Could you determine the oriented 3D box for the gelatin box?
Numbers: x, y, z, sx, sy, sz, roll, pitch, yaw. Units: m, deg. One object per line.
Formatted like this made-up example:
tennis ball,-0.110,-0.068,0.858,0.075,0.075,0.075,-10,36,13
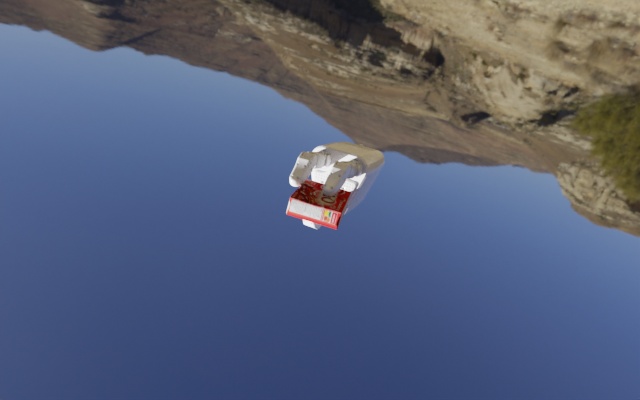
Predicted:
gelatin box,0.000,0.003,0.674,0.073,0.030,0.089,17,23,7
